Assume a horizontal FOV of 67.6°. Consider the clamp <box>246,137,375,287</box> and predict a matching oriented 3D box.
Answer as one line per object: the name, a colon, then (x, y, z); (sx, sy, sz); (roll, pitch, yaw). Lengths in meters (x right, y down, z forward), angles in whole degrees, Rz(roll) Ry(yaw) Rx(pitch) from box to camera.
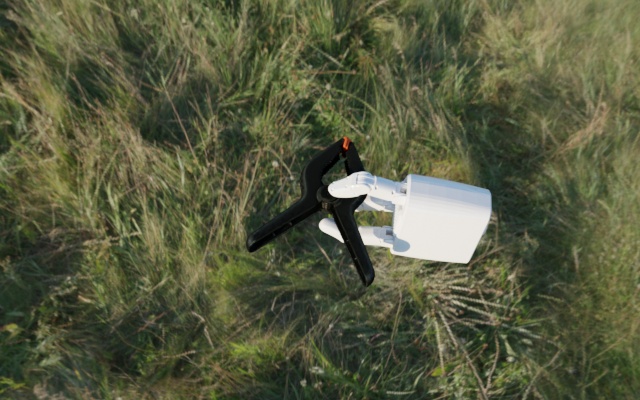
clamp: (0.000, 0.001, 0.633); (0.164, 0.209, 0.036); (11, -30, -1)
